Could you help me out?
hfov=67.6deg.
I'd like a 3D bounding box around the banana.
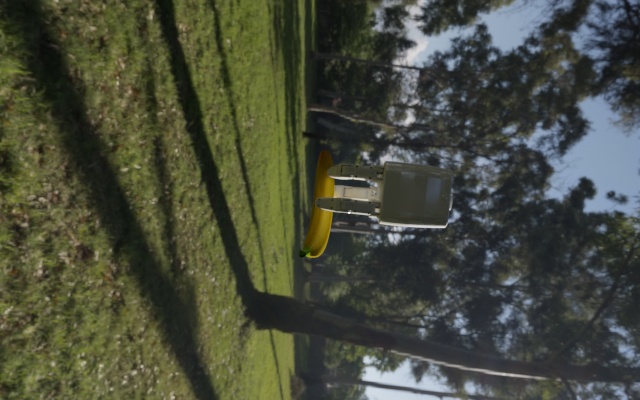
[{"bbox_3d":[0.001,0.014,0.789,0.037,0.197,0.070,6,-28,8],"label":"banana"}]
